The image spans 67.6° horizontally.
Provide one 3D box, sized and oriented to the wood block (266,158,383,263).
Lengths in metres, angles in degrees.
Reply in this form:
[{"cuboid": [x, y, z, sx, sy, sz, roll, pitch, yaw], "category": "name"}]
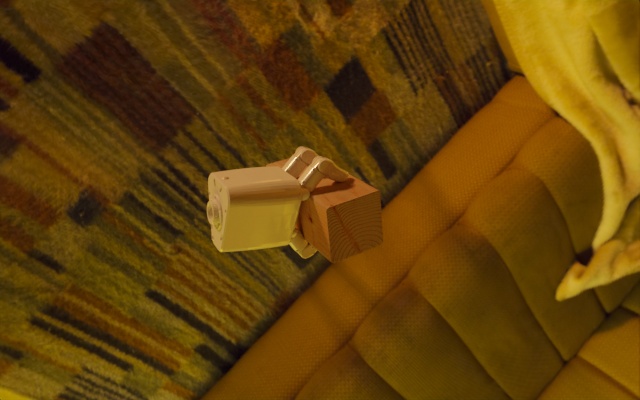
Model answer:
[{"cuboid": [0.000, 0.003, 0.747, 0.090, 0.091, 0.206, -19, 29, -23], "category": "wood block"}]
